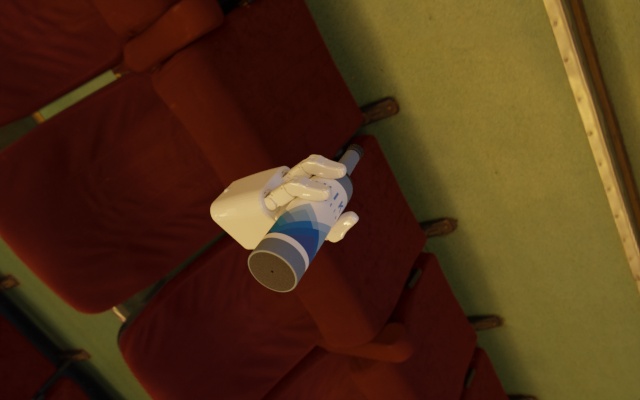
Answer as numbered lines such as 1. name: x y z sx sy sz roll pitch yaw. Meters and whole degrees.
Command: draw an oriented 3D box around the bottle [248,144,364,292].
1. bottle: 0.000 0.002 0.674 0.069 0.069 0.295 0 34 28
